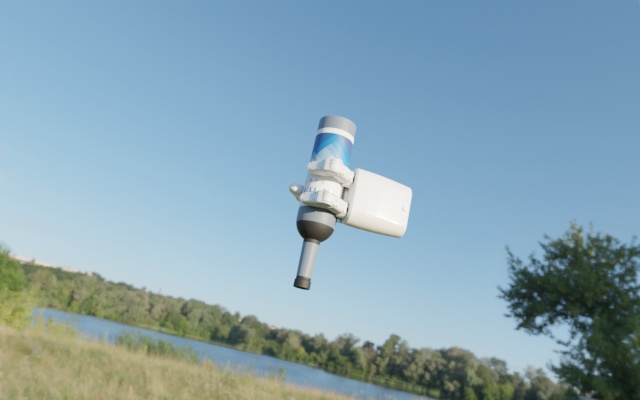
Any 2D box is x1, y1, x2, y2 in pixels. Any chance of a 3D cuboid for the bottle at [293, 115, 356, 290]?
[{"bbox_3d":[0.000,0.002,0.803,0.069,0.295,0.069,12,-17,4],"label":"bottle"}]
